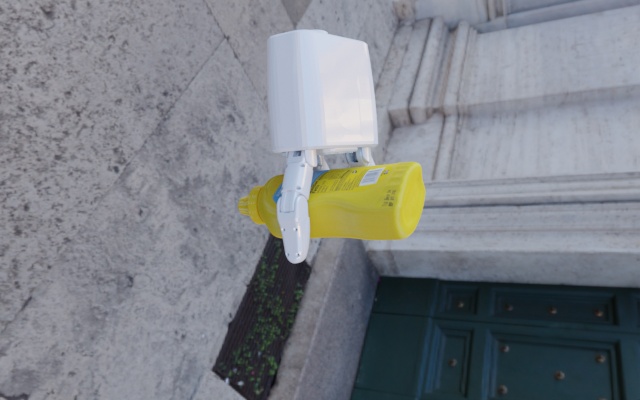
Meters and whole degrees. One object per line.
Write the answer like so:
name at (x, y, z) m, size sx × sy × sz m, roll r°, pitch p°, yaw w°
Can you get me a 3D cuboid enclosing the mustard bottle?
mustard bottle at (0.000, 0.002, 0.474) m, size 0.191 × 0.058 × 0.096 m, roll -2°, pitch 29°, yaw 27°
